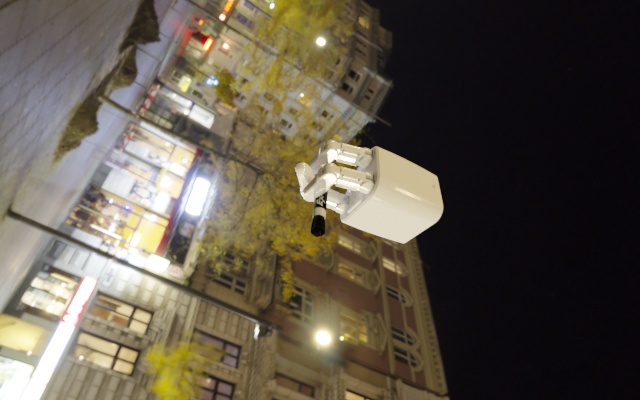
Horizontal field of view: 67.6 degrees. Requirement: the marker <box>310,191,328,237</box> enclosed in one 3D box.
[{"bbox_3d":[0.000,0.002,0.643,0.020,0.020,0.121,0,43,5],"label":"marker"}]
